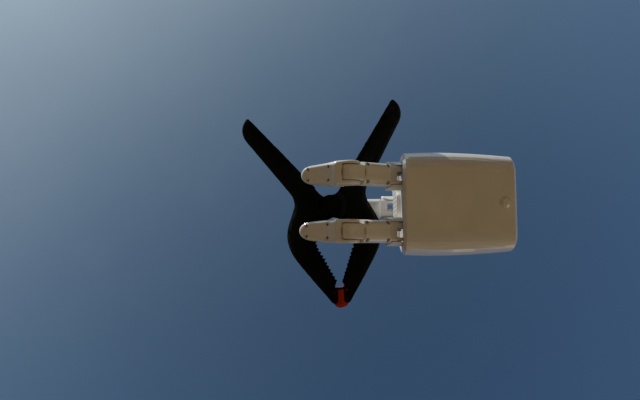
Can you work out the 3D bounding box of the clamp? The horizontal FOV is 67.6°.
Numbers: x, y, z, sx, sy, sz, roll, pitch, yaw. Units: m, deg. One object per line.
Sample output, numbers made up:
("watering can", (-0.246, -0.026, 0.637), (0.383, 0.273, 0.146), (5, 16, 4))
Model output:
("clamp", (0.000, 0.002, 0.490), (0.164, 0.210, 0.036), (0, -5, 5))
